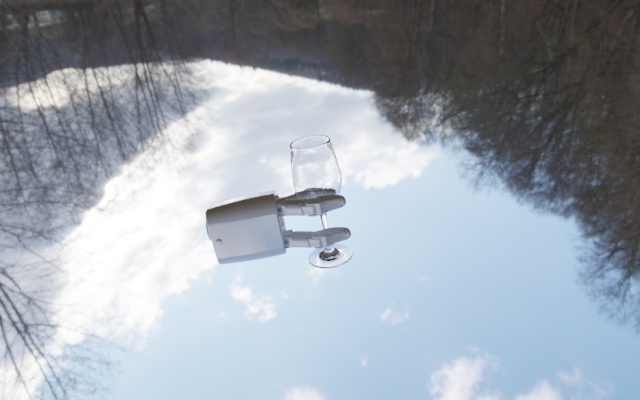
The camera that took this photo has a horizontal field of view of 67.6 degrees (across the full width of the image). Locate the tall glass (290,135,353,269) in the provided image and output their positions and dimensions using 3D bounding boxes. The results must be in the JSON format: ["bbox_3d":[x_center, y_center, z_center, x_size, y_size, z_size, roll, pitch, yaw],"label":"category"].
[{"bbox_3d":[0.000,0.003,0.750,0.079,0.201,0.079,-8,23,4],"label":"tall glass"}]
